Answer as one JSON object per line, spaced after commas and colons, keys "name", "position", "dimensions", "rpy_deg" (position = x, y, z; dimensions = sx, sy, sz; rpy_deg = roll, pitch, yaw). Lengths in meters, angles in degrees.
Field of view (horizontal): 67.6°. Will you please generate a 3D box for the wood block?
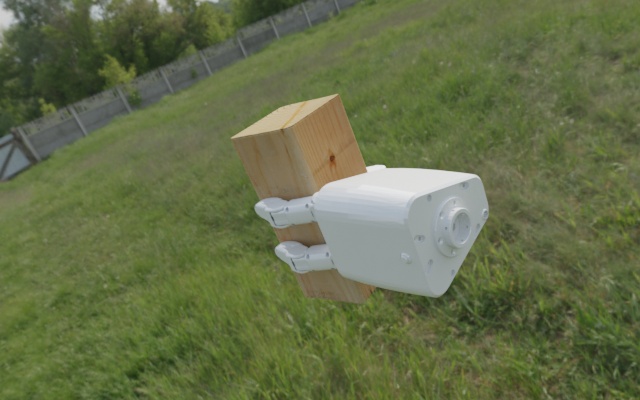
{"name": "wood block", "position": [0.001, 0.001, 0.528], "dimensions": [0.090, 0.206, 0.090], "rpy_deg": [-3, 28, 41]}
